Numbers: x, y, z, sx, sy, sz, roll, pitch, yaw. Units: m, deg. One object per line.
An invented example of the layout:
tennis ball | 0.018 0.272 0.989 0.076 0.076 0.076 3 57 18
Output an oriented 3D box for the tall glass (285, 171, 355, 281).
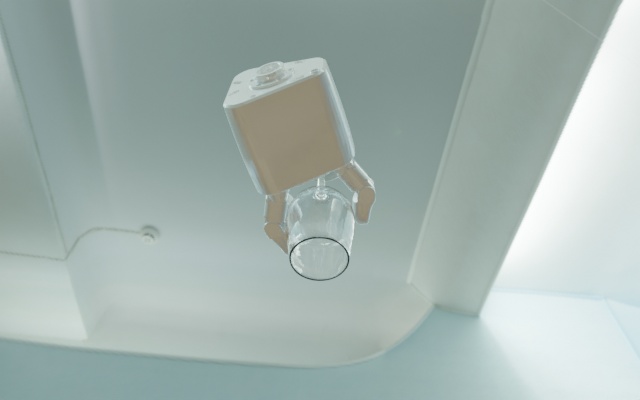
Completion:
tall glass | 0.000 0.002 0.566 0.079 0.079 0.201 0 37 1
